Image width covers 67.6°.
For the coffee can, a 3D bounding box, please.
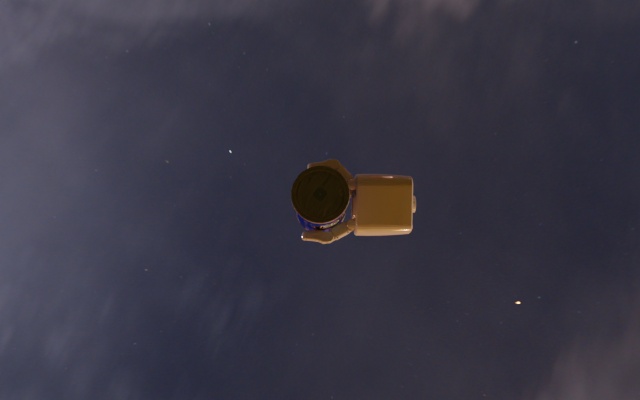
[{"bbox_3d":[0.000,0.003,0.893,0.103,0.102,0.140,0,-12,0],"label":"coffee can"}]
